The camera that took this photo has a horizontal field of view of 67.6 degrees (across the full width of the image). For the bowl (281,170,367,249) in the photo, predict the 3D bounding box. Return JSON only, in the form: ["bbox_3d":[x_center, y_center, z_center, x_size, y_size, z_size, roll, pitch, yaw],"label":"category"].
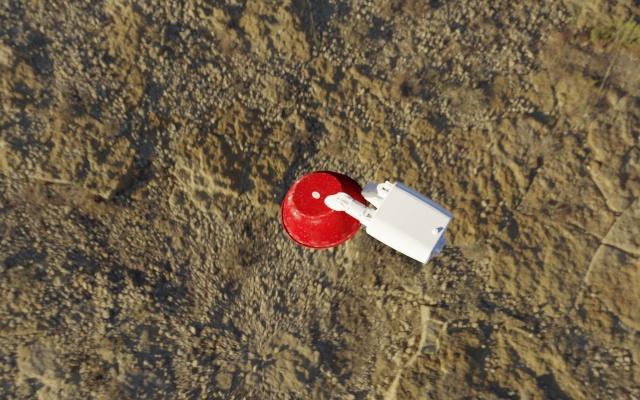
[{"bbox_3d":[-0.001,0.002,0.852,0.162,0.162,0.055,0,-30,14],"label":"bowl"}]
